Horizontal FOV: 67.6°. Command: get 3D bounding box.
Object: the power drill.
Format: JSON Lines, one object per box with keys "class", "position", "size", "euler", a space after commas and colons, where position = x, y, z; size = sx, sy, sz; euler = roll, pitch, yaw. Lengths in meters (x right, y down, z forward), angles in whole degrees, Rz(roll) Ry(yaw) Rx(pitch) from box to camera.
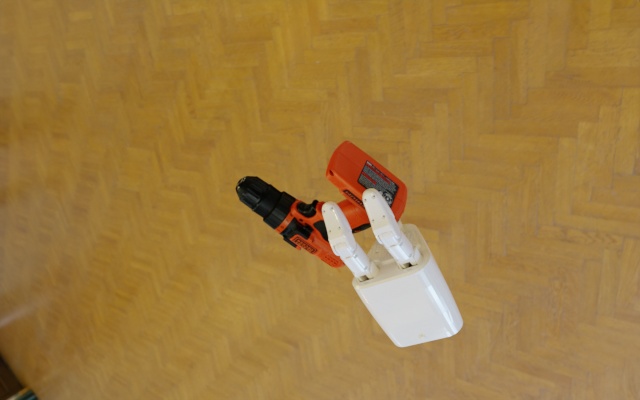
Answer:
{"class": "power drill", "position": [0.001, 0.002, 0.590], "size": [0.184, 0.057, 0.188], "euler": [35, -35, -14]}
